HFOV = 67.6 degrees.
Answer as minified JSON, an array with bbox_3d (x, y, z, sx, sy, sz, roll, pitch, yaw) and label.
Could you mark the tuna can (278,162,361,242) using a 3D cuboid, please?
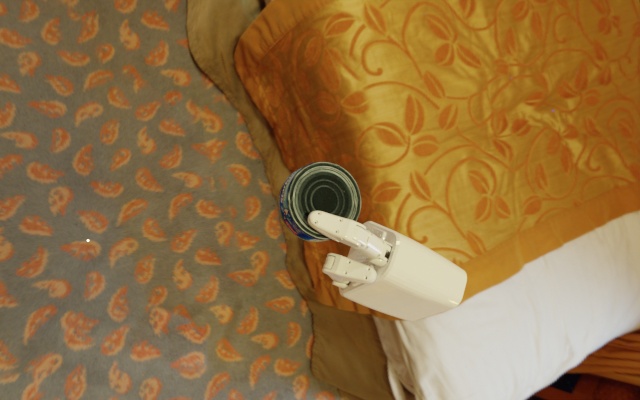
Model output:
[{"bbox_3d":[0.000,0.002,0.516,0.086,0.086,0.034,0,-7,-21],"label":"tuna can"}]
